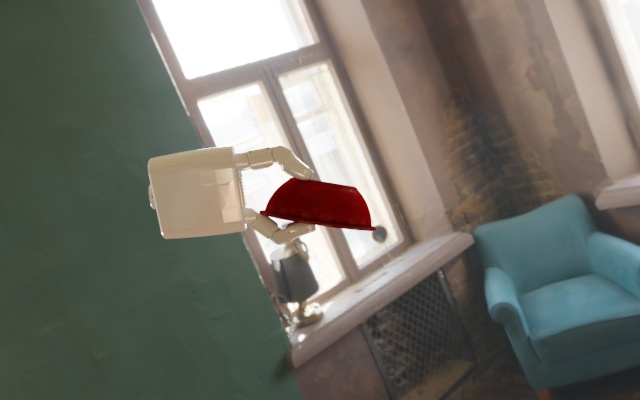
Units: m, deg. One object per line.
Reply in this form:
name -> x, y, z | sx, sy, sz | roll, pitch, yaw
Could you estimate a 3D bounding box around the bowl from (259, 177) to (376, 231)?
bowl -> 0.001, 0.002, 0.651 | 0.162, 0.055, 0.162 | 9, 1, 0
